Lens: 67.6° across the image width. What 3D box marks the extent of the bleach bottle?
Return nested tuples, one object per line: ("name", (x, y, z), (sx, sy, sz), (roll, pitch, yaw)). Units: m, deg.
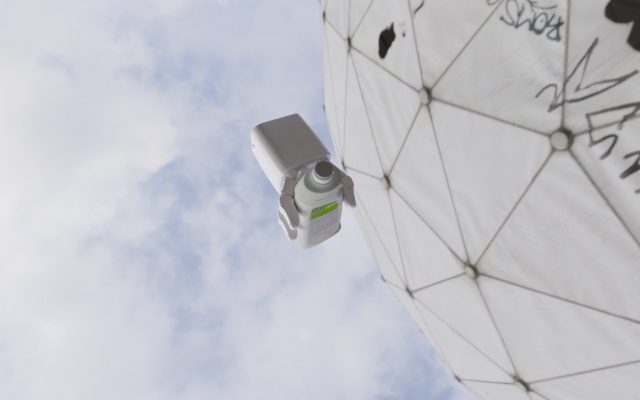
("bleach bottle", (0.000, 0.003, 0.824), (0.102, 0.068, 0.251), (-29, -19, -18))
